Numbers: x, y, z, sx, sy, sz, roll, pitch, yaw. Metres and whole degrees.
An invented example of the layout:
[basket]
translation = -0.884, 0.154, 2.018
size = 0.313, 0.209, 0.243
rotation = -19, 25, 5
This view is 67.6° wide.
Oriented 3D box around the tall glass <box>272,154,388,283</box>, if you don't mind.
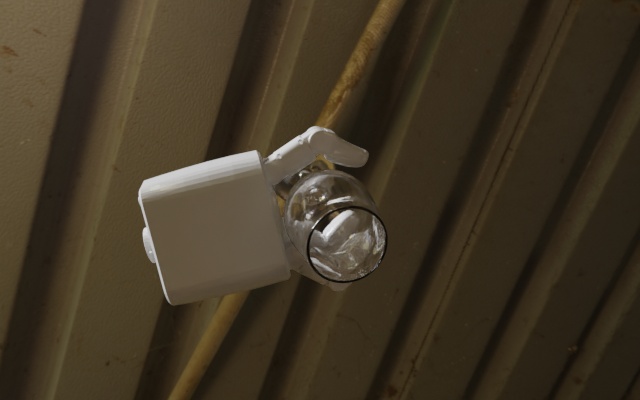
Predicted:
[tall glass]
translation = 0.000, 0.001, 0.439
size = 0.079, 0.079, 0.201
rotation = 0, 18, -13
